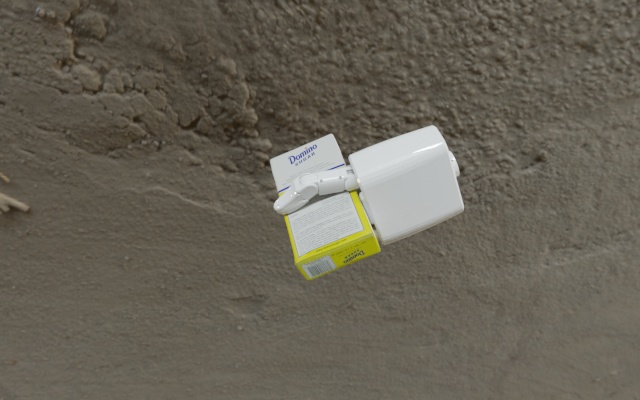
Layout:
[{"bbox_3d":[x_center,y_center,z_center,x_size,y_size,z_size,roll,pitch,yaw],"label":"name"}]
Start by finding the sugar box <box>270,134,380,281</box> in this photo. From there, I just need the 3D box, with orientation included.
[{"bbox_3d":[0.000,0.002,0.581,0.093,0.176,0.048,-22,-45,5],"label":"sugar box"}]
